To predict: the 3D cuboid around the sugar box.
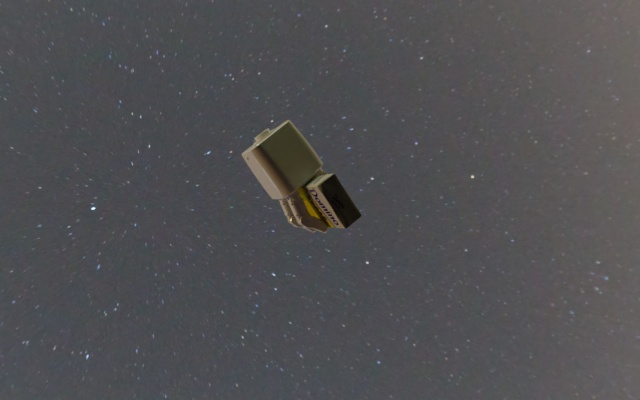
[{"bbox_3d":[0.000,0.003,0.889,0.048,0.093,0.176,-37,12,-16],"label":"sugar box"}]
